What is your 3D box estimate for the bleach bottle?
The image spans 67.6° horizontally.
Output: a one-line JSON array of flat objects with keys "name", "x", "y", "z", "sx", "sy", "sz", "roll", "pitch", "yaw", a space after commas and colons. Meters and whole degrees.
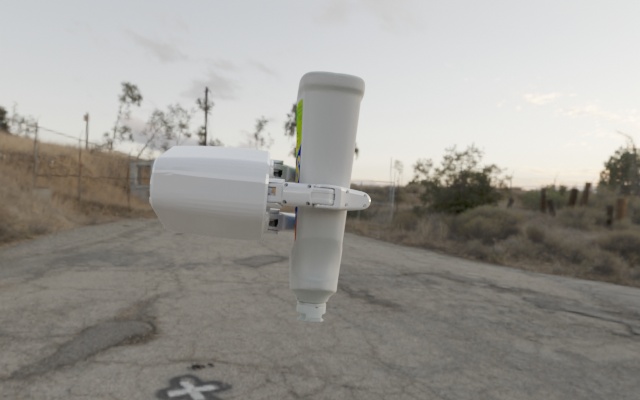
[{"name": "bleach bottle", "x": 0.000, "y": 0.002, "z": 0.505, "sx": 0.068, "sy": 0.251, "sz": 0.102, "roll": 5, "pitch": -3, "yaw": -6}]
